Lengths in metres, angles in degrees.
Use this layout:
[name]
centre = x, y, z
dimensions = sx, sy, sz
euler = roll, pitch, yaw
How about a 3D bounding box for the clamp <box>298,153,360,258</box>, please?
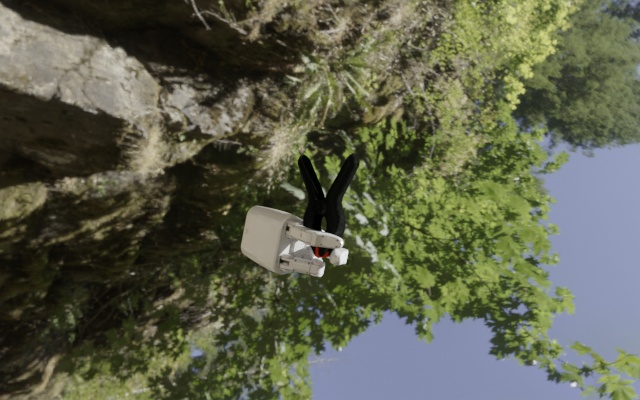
[clamp]
centre = 0.001, 0.003, 0.765
dimensions = 0.039, 0.171, 0.120
euler = 7, 6, -43
